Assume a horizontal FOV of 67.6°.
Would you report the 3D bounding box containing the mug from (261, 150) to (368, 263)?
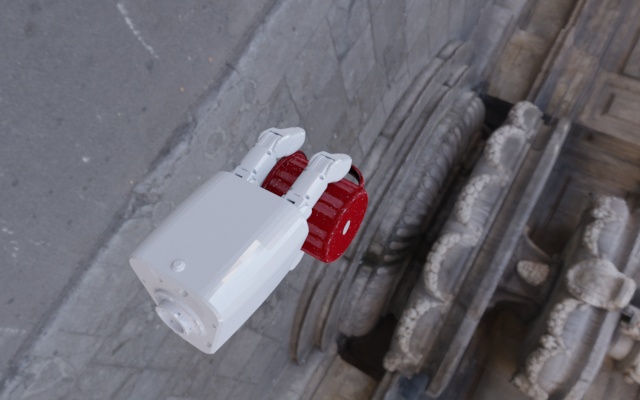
[{"bbox_3d":[0.001,0.001,0.477,0.081,0.093,0.117,28,53,20],"label":"mug"}]
